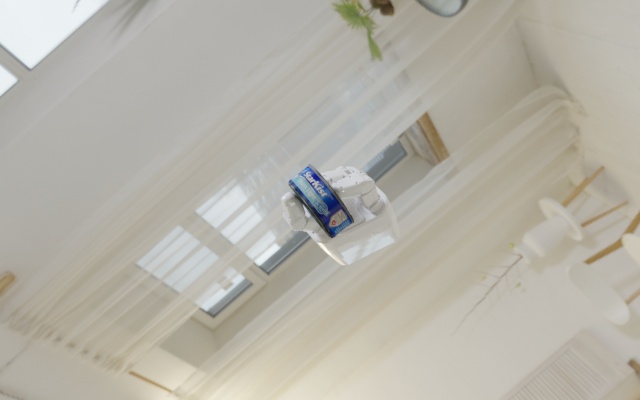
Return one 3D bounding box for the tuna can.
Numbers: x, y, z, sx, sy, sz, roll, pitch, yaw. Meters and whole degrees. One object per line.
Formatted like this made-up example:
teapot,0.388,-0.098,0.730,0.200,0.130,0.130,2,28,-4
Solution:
tuna can,0.000,0.002,0.554,0.034,0.086,0.086,-38,3,-4
